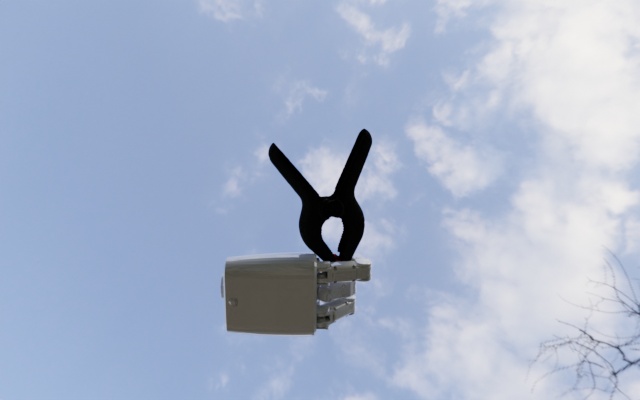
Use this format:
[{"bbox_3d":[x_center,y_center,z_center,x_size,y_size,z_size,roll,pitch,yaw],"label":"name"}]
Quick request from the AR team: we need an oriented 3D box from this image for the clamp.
[{"bbox_3d":[0.000,0.002,0.562,0.120,0.171,0.039,0,8,-3],"label":"clamp"}]
